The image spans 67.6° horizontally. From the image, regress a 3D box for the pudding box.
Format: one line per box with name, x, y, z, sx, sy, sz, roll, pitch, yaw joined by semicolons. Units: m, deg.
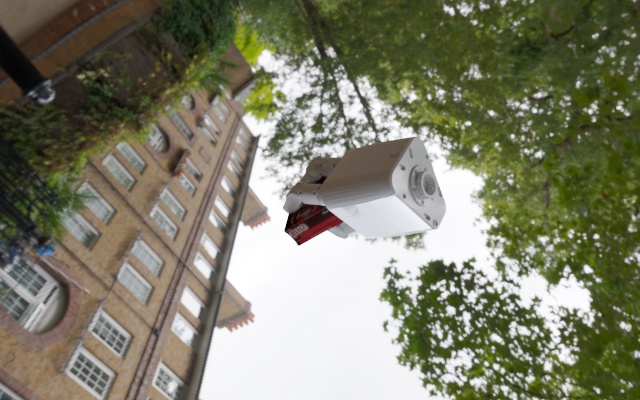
pudding box;0.000;0.002;0.670;0.090;0.039;0.113;-29;23;22
